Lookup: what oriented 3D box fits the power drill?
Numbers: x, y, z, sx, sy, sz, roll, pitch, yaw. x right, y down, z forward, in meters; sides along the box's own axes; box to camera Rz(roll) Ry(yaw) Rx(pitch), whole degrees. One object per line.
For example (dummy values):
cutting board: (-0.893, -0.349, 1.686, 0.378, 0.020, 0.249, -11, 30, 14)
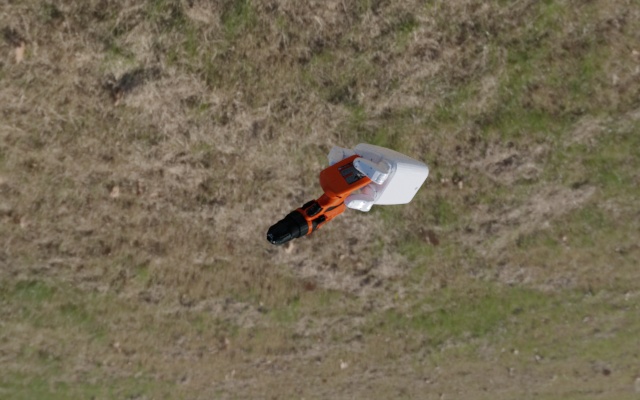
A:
power drill: (0.001, 0.003, 0.857, 0.184, 0.057, 0.188, -30, -11, -36)
